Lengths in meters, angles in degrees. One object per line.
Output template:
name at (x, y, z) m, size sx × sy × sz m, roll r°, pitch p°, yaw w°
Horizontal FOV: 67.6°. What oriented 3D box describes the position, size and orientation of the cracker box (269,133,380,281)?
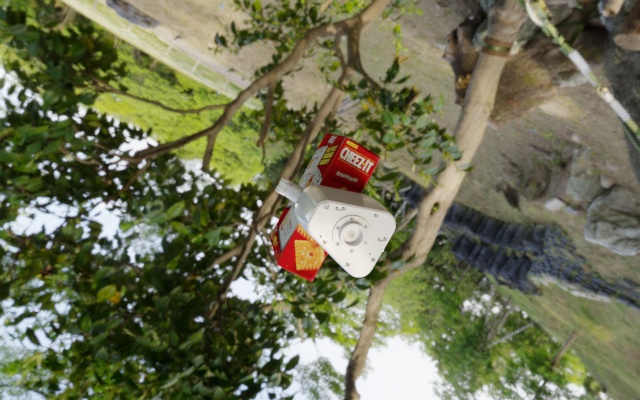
cracker box at (0.000, 0.003, 0.773) m, size 0.072 × 0.214 × 0.164 m, roll 28°, pitch 4°, yaw -13°
